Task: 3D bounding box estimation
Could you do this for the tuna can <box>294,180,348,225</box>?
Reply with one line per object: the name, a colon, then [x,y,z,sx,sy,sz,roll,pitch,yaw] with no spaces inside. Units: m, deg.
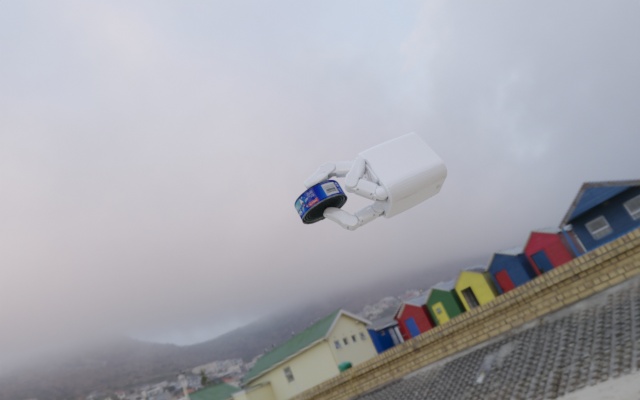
tuna can: [0.000,0.002,0.797,0.086,0.033,0.086,-27,-20,-10]
